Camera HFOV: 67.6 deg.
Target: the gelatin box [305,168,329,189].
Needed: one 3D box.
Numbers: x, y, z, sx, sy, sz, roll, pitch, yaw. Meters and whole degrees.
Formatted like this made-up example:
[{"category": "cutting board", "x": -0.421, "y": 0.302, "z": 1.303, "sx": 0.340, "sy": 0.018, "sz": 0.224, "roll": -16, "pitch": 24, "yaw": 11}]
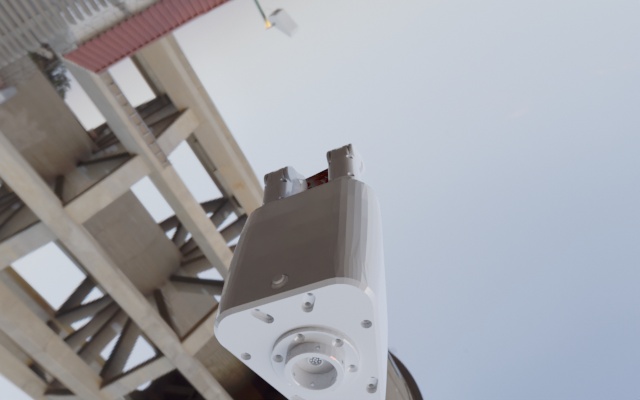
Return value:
[{"category": "gelatin box", "x": 0.000, "y": 0.002, "z": 0.426, "sx": 0.073, "sy": 0.030, "sz": 0.089, "roll": -25, "pitch": 21, "yaw": 3}]
